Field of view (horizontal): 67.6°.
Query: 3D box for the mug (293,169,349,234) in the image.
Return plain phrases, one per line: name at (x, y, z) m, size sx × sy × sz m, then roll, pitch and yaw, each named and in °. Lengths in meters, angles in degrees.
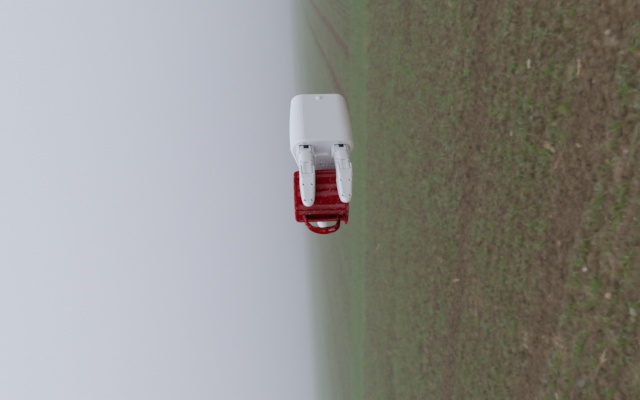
mug at (0.000, 0.004, 0.743) m, size 0.081 × 0.117 × 0.093 m, roll -2°, pitch -35°, yaw -2°
